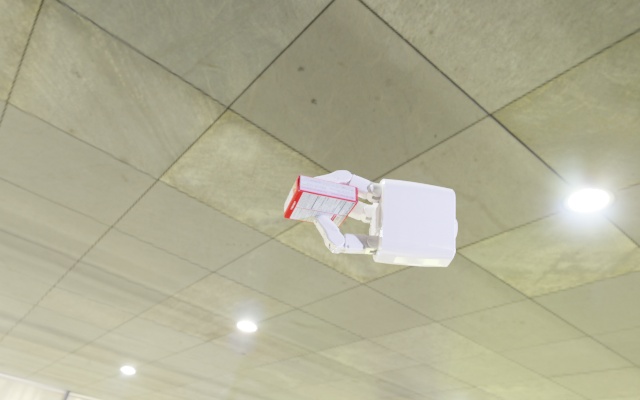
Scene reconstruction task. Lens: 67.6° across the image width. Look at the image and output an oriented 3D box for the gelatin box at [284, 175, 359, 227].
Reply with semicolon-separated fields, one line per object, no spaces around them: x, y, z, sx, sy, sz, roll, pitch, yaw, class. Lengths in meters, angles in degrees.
0.000;0.003;0.677;0.089;0.030;0.073;10;-35;-16;gelatin box
